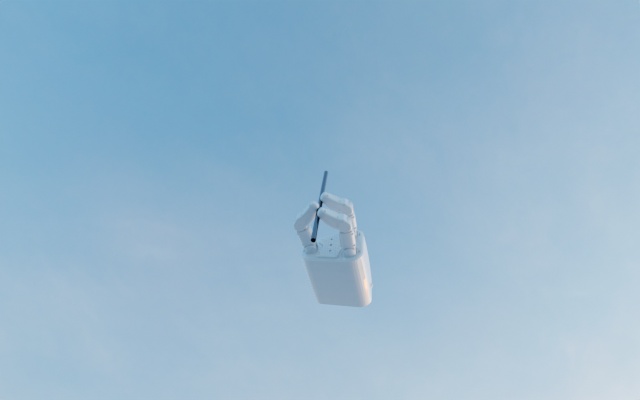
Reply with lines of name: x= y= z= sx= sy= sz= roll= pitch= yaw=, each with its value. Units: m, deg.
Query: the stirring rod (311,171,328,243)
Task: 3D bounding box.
stirring rod: x=0.000 y=0.003 z=0.814 sx=0.011 sy=0.011 sz=0.239 roll=0 pitch=28 yaw=6
